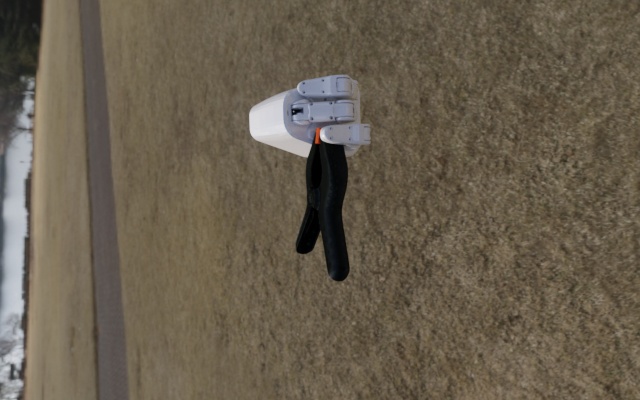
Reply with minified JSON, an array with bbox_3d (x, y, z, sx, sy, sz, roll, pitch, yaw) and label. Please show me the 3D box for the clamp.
[{"bbox_3d":[0.000,0.002,0.567,0.039,0.171,0.120,1,1,-30],"label":"clamp"}]
